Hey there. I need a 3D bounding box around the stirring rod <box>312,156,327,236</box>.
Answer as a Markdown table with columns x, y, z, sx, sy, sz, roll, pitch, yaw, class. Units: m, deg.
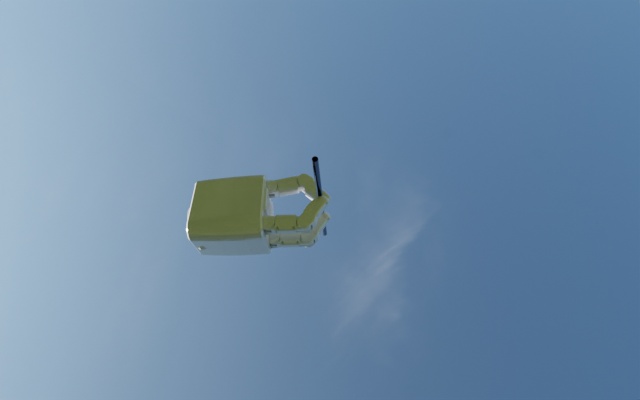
| x | y | z | sx | sy | sz | roll | pitch | yaw | class |
| --- | --- | --- | --- | --- | --- | --- | --- | --- | --- |
| 0.000 | 0.002 | 0.692 | 0.011 | 0.011 | 0.240 | 0 | -26 | 4 | stirring rod |
